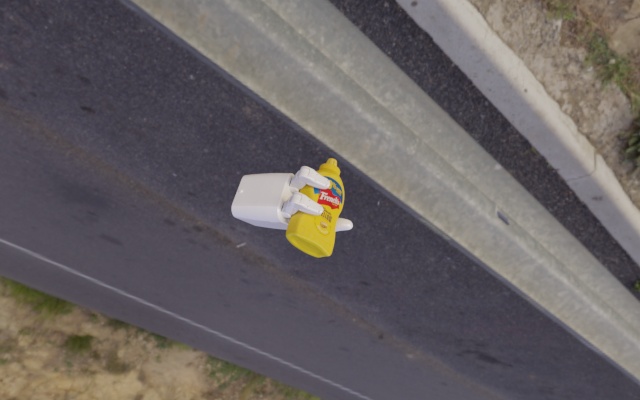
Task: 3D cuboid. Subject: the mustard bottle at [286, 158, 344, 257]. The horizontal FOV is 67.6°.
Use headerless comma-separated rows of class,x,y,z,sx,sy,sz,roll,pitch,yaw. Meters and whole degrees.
mustard bottle,0.000,0.003,0.897,0.058,0.191,0.096,-15,-41,44
